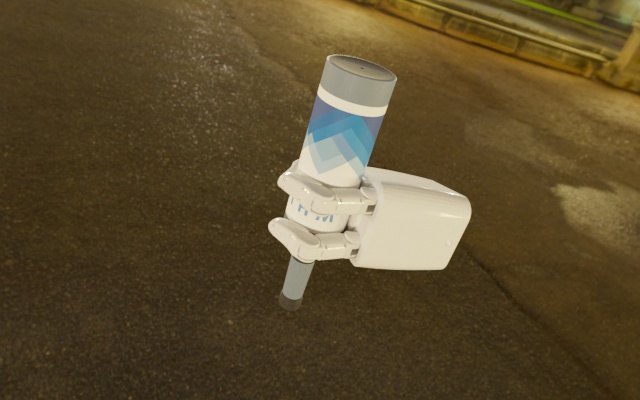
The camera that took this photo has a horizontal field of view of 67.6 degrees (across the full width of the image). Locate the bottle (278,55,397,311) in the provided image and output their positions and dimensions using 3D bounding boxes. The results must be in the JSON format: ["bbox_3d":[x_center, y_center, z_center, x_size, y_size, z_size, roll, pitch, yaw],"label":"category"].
[{"bbox_3d":[0.000,0.001,0.506,0.069,0.296,0.069,13,30,-8],"label":"bottle"}]
